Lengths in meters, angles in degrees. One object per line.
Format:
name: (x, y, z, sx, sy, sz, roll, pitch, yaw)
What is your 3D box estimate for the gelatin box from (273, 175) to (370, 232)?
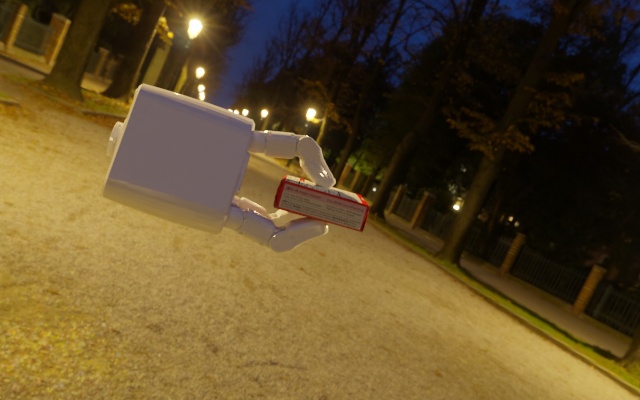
gelatin box: (0.001, 0.001, 0.479, 0.089, 0.030, 0.073, 15, 7, -4)
